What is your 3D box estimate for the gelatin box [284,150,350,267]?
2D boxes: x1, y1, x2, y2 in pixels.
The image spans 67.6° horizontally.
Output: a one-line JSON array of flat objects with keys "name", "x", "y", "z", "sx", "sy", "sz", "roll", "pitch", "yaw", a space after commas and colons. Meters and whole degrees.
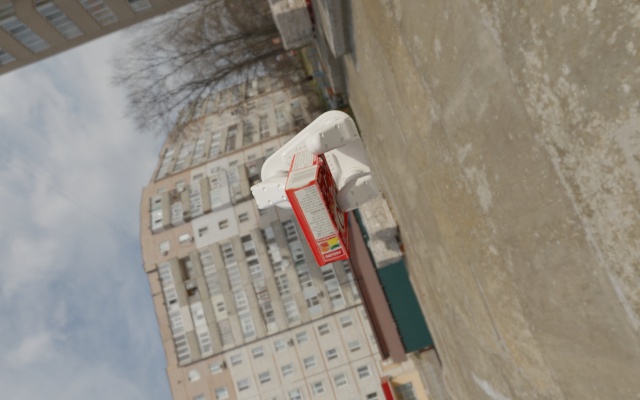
[{"name": "gelatin box", "x": 0.000, "y": 0.002, "z": 0.406, "sx": 0.030, "sy": 0.073, "sz": 0.089, "roll": -19, "pitch": 22, "yaw": 10}]
